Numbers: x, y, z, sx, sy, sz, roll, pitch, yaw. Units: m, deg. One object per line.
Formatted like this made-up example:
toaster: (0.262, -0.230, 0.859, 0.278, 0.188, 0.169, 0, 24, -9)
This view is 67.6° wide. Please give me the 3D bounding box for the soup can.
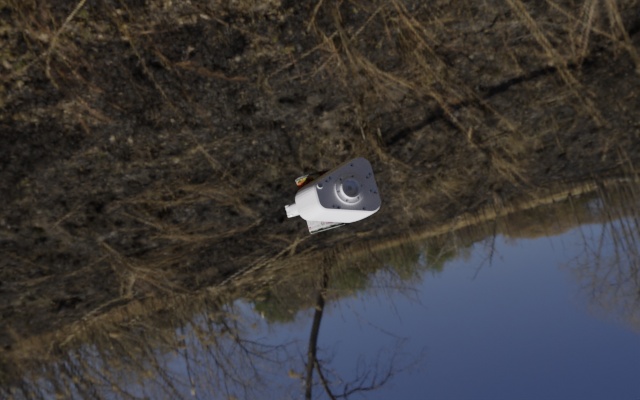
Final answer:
soup can: (0.000, 0.003, 0.868, 0.068, 0.102, 0.068, -15, -4, -1)
